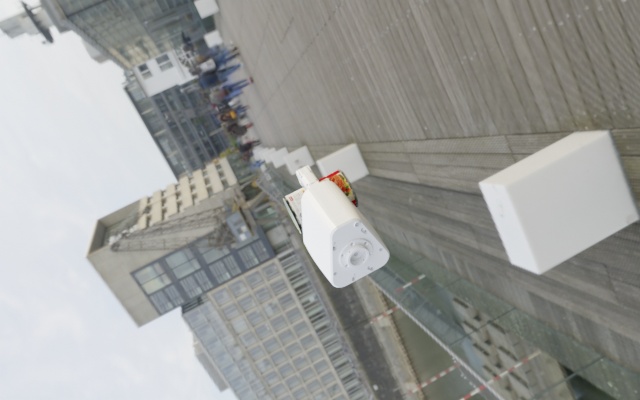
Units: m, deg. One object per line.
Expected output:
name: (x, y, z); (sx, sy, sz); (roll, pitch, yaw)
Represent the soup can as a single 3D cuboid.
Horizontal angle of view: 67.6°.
soup can: (0.000, 0.002, 0.760); (0.102, 0.068, 0.068); (-27, 4, -7)
